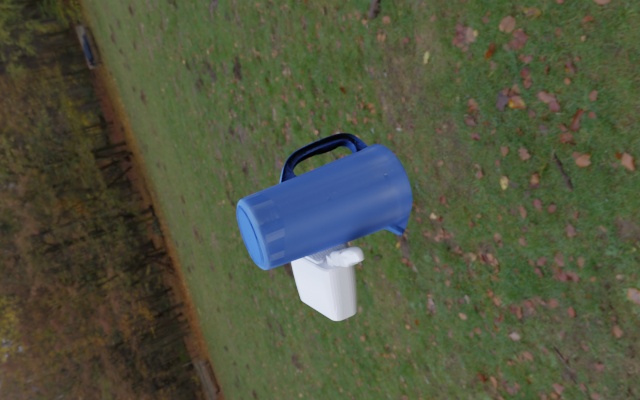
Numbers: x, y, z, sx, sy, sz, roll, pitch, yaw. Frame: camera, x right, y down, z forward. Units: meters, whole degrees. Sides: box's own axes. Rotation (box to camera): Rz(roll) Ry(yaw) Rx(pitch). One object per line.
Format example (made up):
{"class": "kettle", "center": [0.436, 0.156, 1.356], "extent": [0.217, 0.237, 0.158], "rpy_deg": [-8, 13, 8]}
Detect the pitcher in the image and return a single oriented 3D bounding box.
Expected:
{"class": "pitcher", "center": [0.000, 0.003, 0.717], "extent": [0.243, 0.145, 0.149], "rpy_deg": [-20, 29, -21]}
